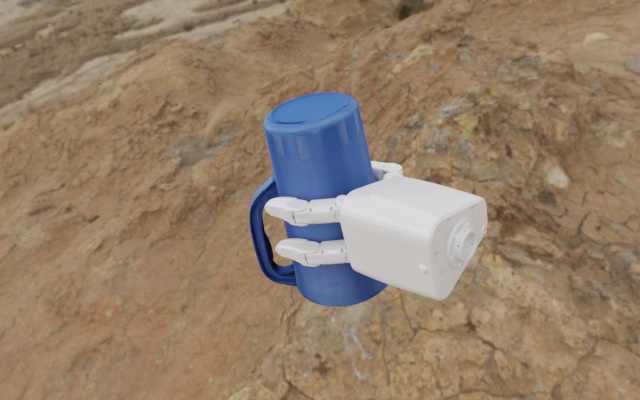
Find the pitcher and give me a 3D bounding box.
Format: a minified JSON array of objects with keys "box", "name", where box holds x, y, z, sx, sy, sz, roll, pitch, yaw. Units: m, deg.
[{"box":[0.000,0.002,0.584,0.145,0.243,0.149,16,41,41],"name":"pitcher"}]
